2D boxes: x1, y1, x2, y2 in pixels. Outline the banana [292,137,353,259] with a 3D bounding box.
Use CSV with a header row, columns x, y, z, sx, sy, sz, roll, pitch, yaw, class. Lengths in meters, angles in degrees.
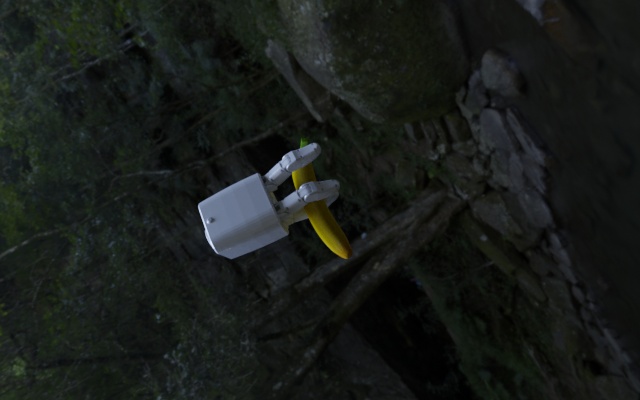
x,y,z,sx,sy,sz,roll,pitch,yaw,class
-0.005,0.004,0.745,0.037,0.197,0.070,-20,-10,-17,banana
